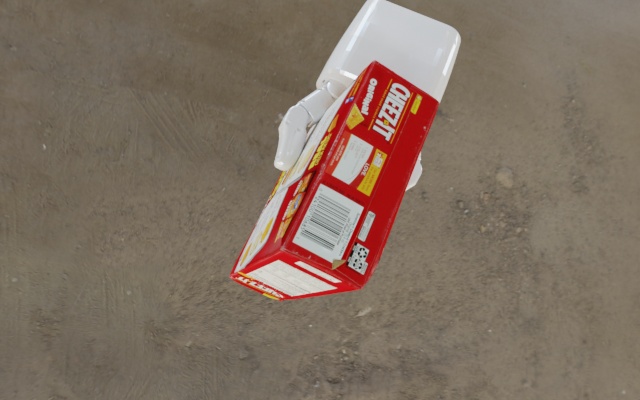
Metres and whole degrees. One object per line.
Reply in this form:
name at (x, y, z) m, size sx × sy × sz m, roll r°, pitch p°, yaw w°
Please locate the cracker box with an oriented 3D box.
cracker box at (0.000, 0.001, 0.428) m, size 0.072 × 0.164 × 0.214 m, roll 29°, pitch -21°, yaw -11°
